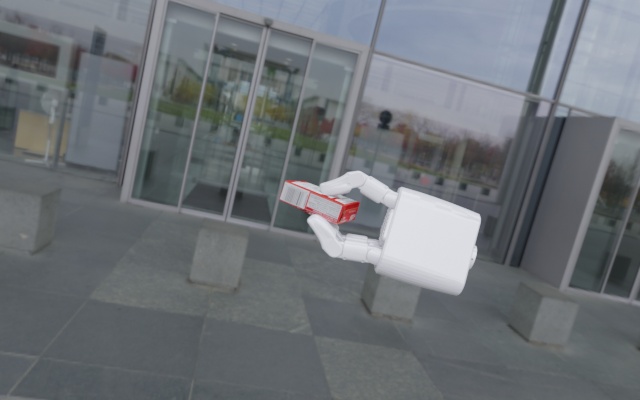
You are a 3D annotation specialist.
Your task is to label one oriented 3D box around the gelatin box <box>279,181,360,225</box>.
[{"bbox_3d":[0.000,0.002,0.634,0.089,0.030,0.073,22,9,17],"label":"gelatin box"}]
